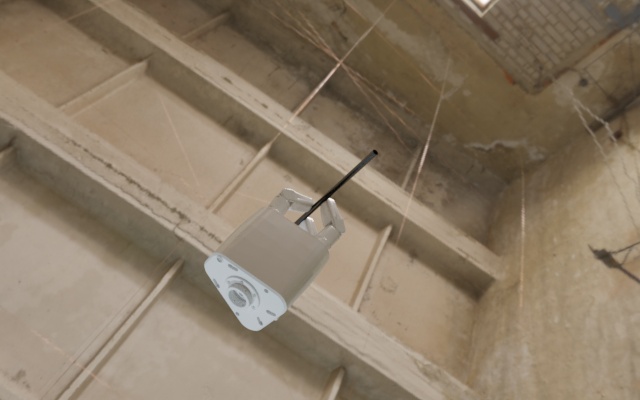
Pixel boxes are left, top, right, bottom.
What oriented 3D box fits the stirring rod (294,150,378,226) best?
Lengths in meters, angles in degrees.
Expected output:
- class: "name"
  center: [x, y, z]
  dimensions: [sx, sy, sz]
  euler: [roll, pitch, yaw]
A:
- class: "stirring rod"
  center: [0.000, 0.002, 0.665]
  dimensions: [0.011, 0.011, 0.240]
  euler: [0, -31, -41]
